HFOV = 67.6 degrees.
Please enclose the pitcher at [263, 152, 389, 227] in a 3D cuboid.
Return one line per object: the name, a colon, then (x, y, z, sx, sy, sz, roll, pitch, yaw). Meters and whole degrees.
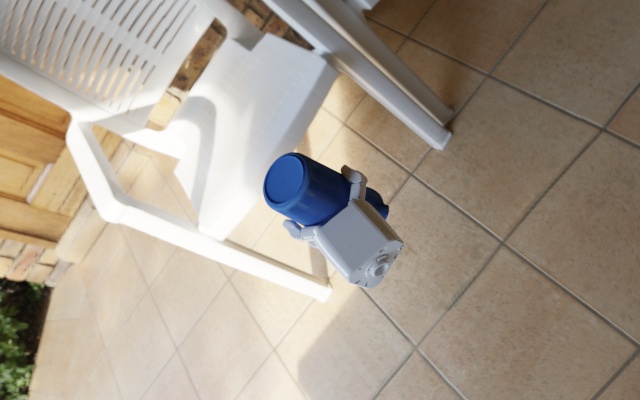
pitcher: (0.000, 0.003, 0.899, 0.243, 0.149, 0.145, 27, 18, -48)
